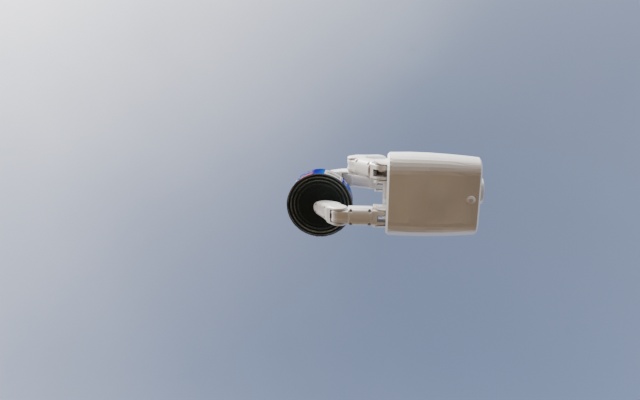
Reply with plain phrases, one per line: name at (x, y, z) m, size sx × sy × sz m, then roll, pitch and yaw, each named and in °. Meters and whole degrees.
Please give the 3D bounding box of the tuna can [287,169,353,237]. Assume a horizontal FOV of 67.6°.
tuna can at (0.000, 0.002, 0.631) m, size 0.086 × 0.086 × 0.033 m, roll 0°, pitch 18°, yaw 5°
